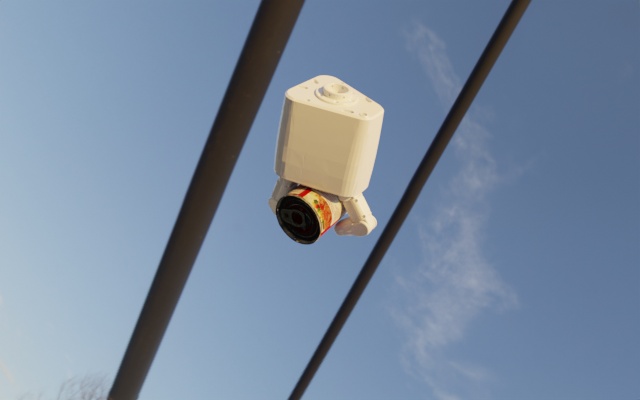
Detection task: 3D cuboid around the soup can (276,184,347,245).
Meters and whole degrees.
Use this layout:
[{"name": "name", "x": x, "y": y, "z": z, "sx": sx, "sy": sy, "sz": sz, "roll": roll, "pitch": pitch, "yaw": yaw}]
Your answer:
[{"name": "soup can", "x": 0.000, "y": 0.002, "z": 0.612, "sx": 0.068, "sy": 0.068, "sz": 0.102, "roll": 0, "pitch": 26, "yaw": 38}]
